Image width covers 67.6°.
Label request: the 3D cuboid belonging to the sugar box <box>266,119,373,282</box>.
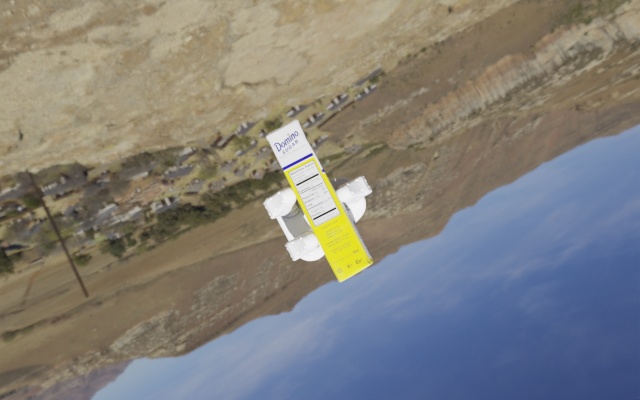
[{"bbox_3d":[0.000,0.002,0.546,0.048,0.176,0.093,-30,-6,1],"label":"sugar box"}]
